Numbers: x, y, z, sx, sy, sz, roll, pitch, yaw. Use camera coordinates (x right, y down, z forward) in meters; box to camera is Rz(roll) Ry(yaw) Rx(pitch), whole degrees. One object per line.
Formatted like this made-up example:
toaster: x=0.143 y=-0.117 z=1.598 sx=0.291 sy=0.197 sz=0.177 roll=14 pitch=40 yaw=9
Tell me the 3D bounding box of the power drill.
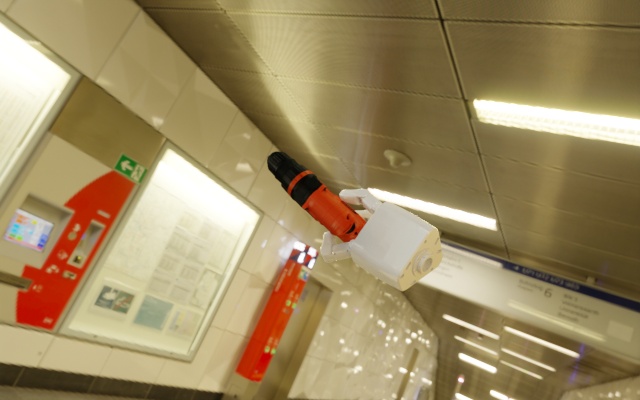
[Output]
power drill: x=0.000 y=0.003 z=0.814 sx=0.184 sy=0.057 sz=0.188 roll=46 pitch=4 yaw=24
